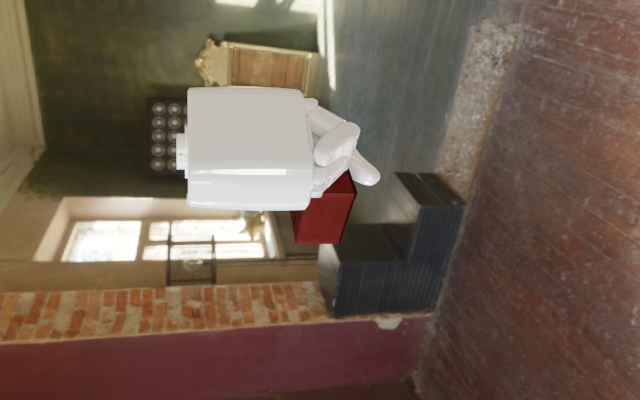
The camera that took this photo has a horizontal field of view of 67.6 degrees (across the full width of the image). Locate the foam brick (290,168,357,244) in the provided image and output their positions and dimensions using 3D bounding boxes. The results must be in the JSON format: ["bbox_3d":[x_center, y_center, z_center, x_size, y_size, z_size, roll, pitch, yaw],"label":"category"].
[{"bbox_3d":[0.000,0.002,0.500,0.051,0.078,0.053,0,44,-15],"label":"foam brick"}]
